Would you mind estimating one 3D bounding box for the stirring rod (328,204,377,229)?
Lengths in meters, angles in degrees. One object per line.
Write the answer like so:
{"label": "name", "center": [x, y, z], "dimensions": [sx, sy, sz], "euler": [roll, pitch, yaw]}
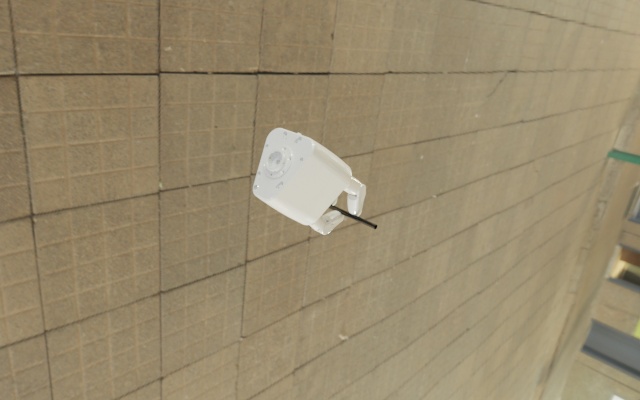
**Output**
{"label": "stirring rod", "center": [0.000, 0.003, 0.824], "dimensions": [0.239, 0.011, 0.011], "euler": [24, 15, 37]}
